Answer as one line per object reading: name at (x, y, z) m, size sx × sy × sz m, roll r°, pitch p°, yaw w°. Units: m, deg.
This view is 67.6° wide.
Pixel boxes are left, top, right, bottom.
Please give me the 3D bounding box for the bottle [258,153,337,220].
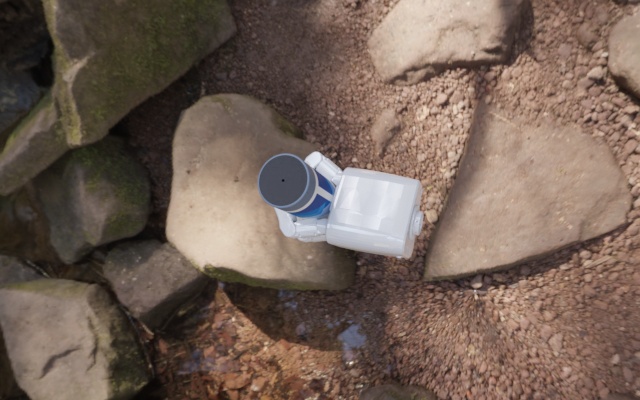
bottle at (0.000, 0.002, 0.701) m, size 0.069 × 0.069 × 0.296 m, roll 0°, pitch -10°, yaw 18°
